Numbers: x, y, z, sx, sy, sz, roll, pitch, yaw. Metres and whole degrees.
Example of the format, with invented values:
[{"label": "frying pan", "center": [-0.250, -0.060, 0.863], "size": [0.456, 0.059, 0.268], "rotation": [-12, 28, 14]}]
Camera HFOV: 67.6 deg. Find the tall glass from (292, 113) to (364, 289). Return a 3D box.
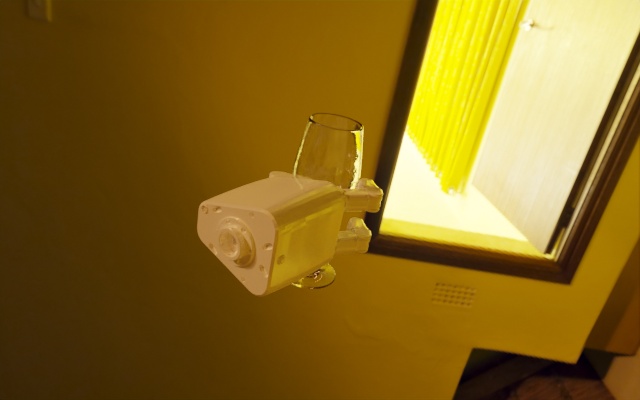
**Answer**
[{"label": "tall glass", "center": [0.000, 0.002, 0.569], "size": [0.079, 0.201, 0.079], "rotation": [9, 24, -4]}]
